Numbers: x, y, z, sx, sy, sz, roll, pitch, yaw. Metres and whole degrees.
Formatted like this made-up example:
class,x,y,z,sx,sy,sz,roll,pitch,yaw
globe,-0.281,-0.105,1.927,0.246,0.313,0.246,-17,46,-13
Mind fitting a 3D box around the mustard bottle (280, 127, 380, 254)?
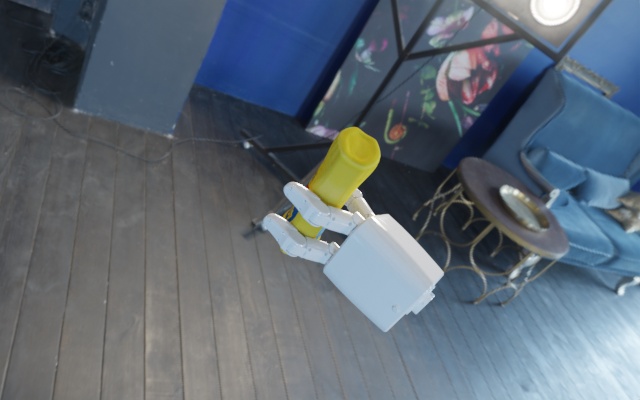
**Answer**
class,x,y,z,sx,sy,sz,roll,pitch,yaw
mustard bottle,0.000,0.002,0.603,0.058,0.192,0.096,32,32,-5
